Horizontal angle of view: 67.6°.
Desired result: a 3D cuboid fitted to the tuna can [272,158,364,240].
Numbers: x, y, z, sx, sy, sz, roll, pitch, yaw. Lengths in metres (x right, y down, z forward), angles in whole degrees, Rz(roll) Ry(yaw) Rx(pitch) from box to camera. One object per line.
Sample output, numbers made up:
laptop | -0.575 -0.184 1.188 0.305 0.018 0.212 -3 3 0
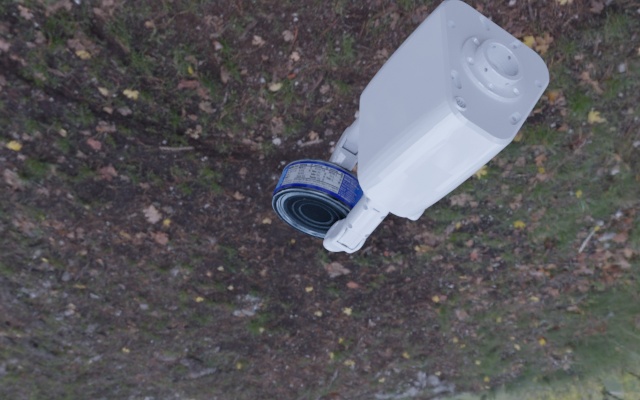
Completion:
tuna can | 0.000 0.002 0.434 0.086 0.033 0.086 15 -30 9
